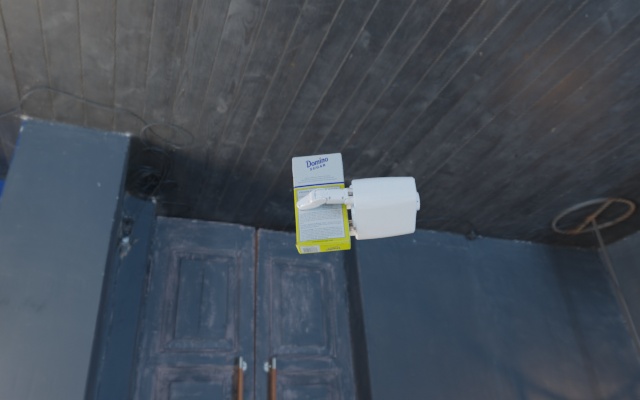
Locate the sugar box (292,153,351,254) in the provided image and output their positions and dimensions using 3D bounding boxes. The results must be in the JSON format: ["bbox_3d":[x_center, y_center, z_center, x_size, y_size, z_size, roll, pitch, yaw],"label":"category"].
[{"bbox_3d":[0.000,0.003,0.858,0.093,0.176,0.048,-5,-28,2],"label":"sugar box"}]
